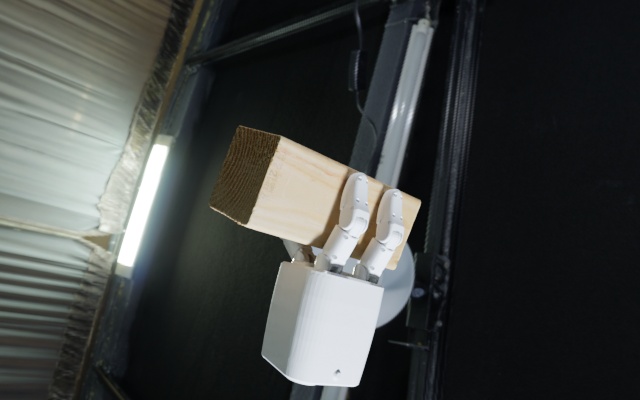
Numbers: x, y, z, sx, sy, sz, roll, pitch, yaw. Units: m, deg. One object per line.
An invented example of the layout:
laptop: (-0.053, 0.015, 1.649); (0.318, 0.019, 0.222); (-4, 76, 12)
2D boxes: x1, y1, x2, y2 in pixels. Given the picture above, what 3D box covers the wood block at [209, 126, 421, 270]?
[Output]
wood block: (0.000, 0.002, 0.519); (0.206, 0.090, 0.091); (21, 0, -39)
